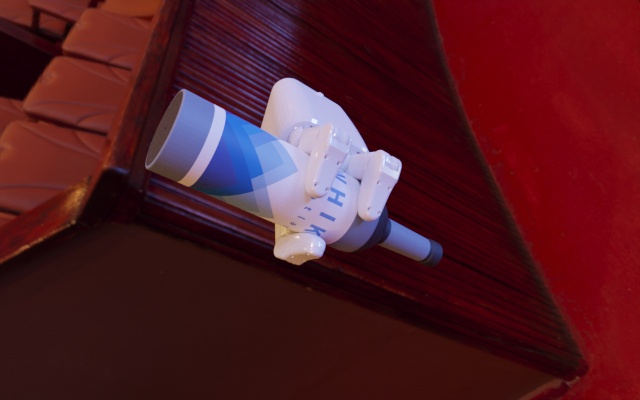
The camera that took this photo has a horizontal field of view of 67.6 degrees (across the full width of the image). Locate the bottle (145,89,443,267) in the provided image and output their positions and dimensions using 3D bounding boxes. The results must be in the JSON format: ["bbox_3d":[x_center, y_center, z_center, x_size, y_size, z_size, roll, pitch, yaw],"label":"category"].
[{"bbox_3d":[0.000,0.001,0.427,0.296,0.069,0.069,25,-13,-28],"label":"bottle"}]
